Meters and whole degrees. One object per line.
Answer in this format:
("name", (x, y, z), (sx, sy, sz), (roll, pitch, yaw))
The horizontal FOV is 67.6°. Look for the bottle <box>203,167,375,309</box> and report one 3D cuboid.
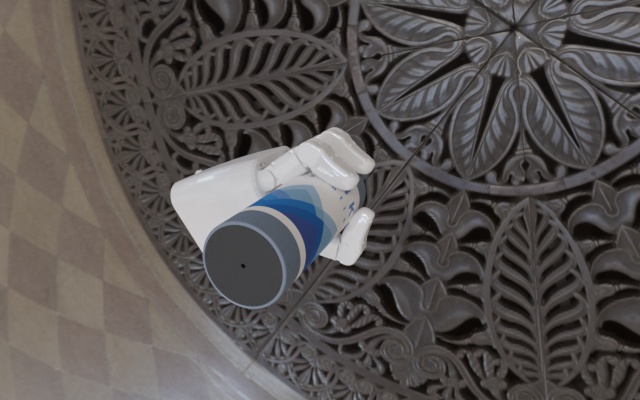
("bottle", (0.000, 0.002, 0.459), (0.069, 0.069, 0.295), (0, 17, 23))
